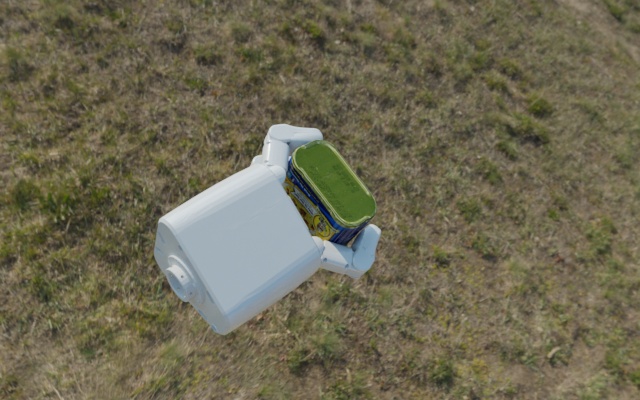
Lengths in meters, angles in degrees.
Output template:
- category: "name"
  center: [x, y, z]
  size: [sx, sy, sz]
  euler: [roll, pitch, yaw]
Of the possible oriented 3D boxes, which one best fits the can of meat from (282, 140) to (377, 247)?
- category: "can of meat"
  center: [0.000, 0.001, 0.483]
  size: [0.057, 0.102, 0.084]
  euler: [-30, -14, -34]
